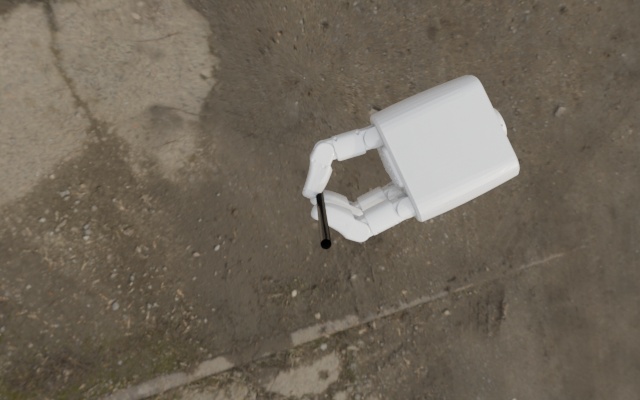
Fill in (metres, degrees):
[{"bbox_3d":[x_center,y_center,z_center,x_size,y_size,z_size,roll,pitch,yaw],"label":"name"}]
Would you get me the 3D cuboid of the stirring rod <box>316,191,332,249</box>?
[{"bbox_3d":[0.000,0.001,0.459,0.011,0.011,0.239,0,14,-2],"label":"stirring rod"}]
